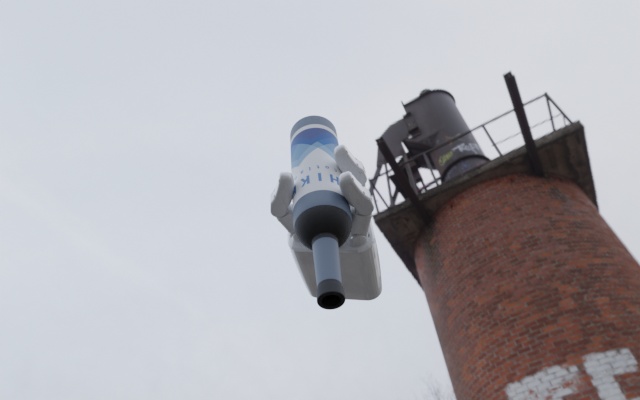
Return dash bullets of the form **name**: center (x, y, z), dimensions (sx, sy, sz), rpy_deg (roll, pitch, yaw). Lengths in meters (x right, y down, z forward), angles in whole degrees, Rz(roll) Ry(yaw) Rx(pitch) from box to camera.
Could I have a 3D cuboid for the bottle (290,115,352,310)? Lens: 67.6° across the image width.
- **bottle**: center (0.000, 0.002, 0.566), dimensions (0.069, 0.069, 0.295), rpy_deg (0, 40, -5)
